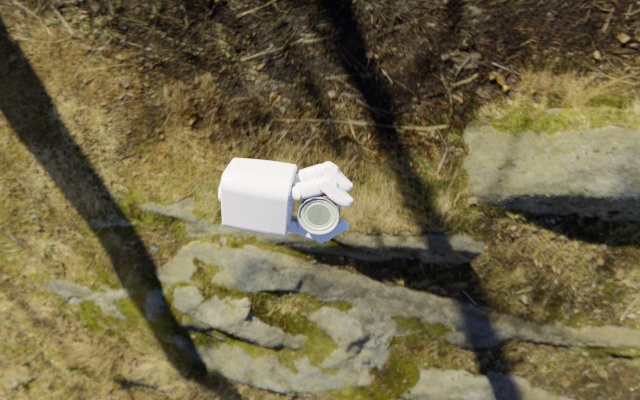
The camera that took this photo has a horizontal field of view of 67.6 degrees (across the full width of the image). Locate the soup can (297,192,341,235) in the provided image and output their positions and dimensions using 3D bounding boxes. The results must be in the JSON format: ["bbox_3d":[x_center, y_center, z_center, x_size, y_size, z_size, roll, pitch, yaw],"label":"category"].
[{"bbox_3d":[0.001,0.003,0.774,0.068,0.068,0.102,0,25,5],"label":"soup can"}]
